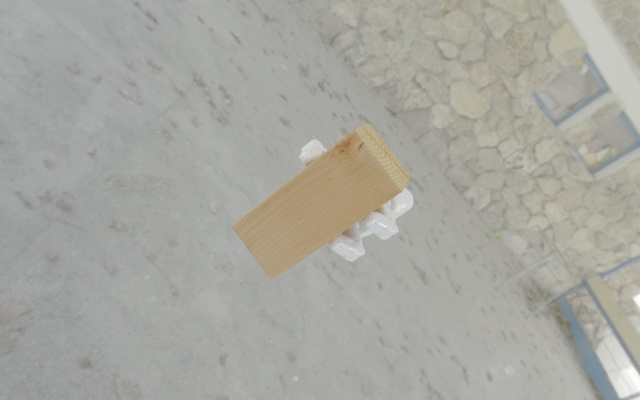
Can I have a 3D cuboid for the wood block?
[{"bbox_3d":[0.000,0.002,0.612,0.206,0.091,0.090,-37,1,22],"label":"wood block"}]
